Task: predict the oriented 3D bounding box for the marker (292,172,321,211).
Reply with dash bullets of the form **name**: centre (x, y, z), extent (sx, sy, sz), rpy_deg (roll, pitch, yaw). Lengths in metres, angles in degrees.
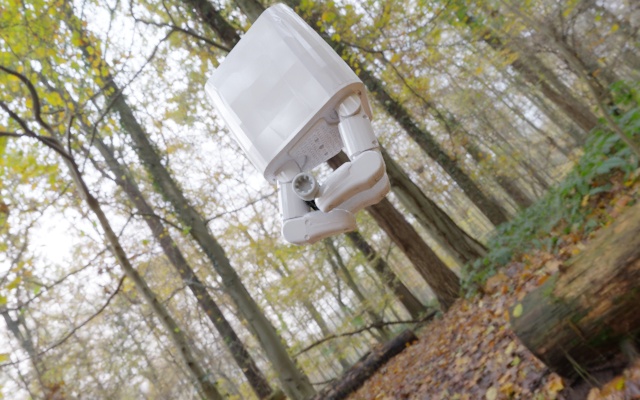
- **marker**: centre (0.000, 0.001, 0.411), extent (0.020, 0.020, 0.121), rpy_deg (0, -13, 12)
